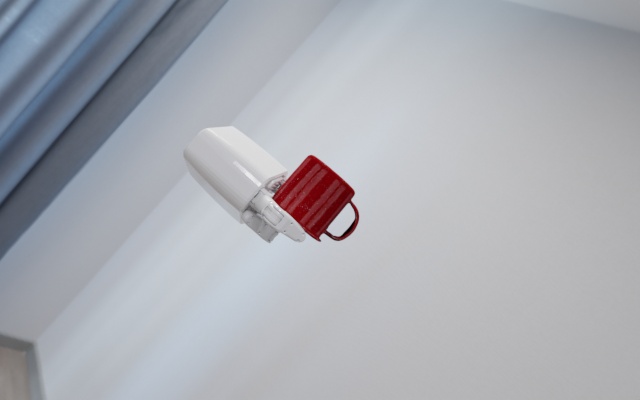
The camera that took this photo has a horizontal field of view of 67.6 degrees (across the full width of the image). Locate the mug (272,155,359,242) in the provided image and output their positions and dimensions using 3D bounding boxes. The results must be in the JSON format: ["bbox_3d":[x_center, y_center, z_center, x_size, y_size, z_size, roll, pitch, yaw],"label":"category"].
[{"bbox_3d":[0.001,0.003,0.628,0.117,0.081,0.093,41,0,1],"label":"mug"}]
